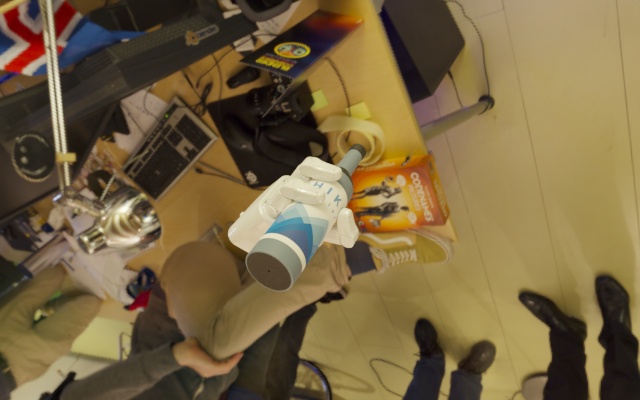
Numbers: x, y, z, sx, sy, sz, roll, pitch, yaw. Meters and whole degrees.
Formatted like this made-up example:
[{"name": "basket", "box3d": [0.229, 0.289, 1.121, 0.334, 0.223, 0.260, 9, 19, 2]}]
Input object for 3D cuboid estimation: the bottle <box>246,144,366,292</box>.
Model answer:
[{"name": "bottle", "box3d": [0.000, 0.002, 0.679, 0.069, 0.069, 0.295, 0, 35, 31]}]
